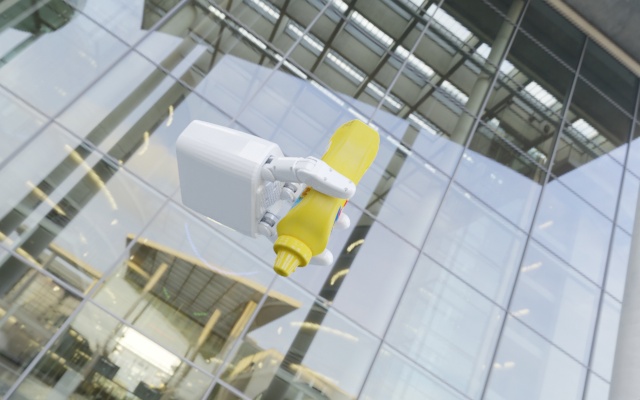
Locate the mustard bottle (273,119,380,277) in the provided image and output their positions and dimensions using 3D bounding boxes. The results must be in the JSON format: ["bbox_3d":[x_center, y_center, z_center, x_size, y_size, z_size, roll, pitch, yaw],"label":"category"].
[{"bbox_3d":[0.001,0.002,0.533,0.058,0.191,0.096,33,-31,-4],"label":"mustard bottle"}]
